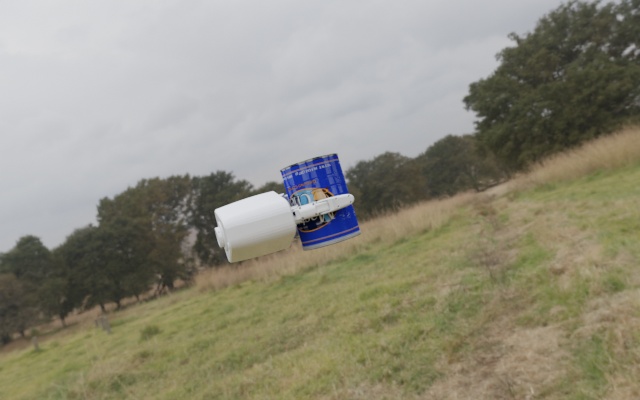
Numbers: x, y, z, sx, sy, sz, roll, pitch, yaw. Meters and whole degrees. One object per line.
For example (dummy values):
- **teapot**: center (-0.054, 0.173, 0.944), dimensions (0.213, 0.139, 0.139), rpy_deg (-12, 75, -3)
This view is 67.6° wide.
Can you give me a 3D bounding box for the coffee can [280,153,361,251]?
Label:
- **coffee can**: center (0.000, 0.003, 0.803), dimensions (0.103, 0.140, 0.103), rpy_deg (-16, -1, 0)
